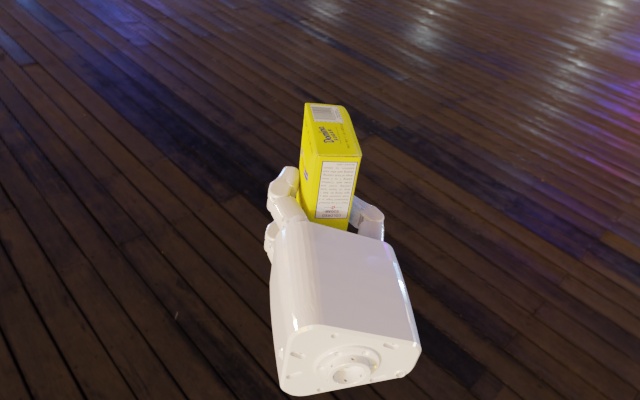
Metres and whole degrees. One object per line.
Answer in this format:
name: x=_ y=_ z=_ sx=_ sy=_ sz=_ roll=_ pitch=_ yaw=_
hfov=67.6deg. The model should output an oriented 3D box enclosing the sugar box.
sugar box: x=0.000 y=0.002 z=0.482 sx=0.048 sy=0.176 sz=0.093 roll=2 pitch=38 yaw=-11
